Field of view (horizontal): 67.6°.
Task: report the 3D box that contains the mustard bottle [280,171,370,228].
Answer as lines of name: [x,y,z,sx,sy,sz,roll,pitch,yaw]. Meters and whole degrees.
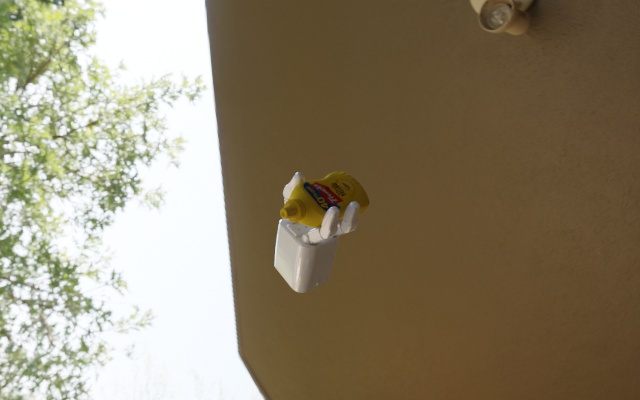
mustard bottle: [0.000,0.003,0.872,0.191,0.096,0.058,-18,-29,-46]
